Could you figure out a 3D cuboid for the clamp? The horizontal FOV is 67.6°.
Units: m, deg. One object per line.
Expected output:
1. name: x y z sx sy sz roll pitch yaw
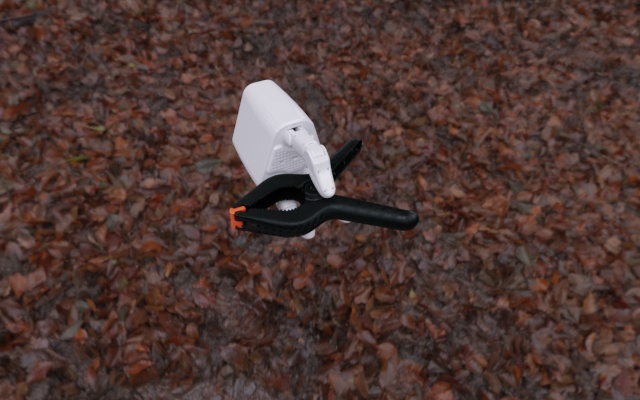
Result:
1. clamp: 0.000 0.001 0.566 0.210 0.036 0.164 -20 48 -21
